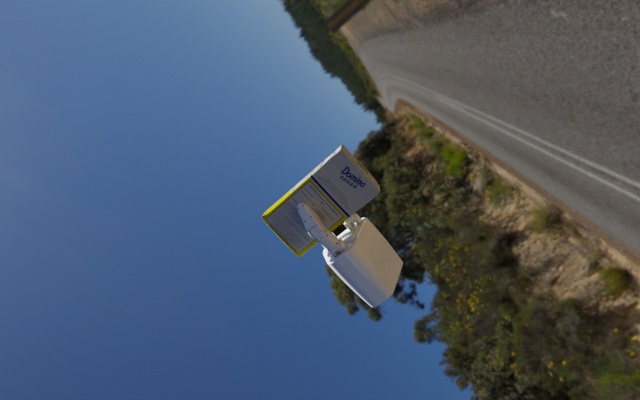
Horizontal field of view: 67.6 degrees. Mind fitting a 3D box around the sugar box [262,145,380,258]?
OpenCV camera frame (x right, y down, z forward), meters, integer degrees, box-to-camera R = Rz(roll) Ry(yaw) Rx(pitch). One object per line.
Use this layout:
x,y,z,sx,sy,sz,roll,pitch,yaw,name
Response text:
0.000,0.002,0.764,0.176,0.093,0.048,-40,10,17,sugar box
